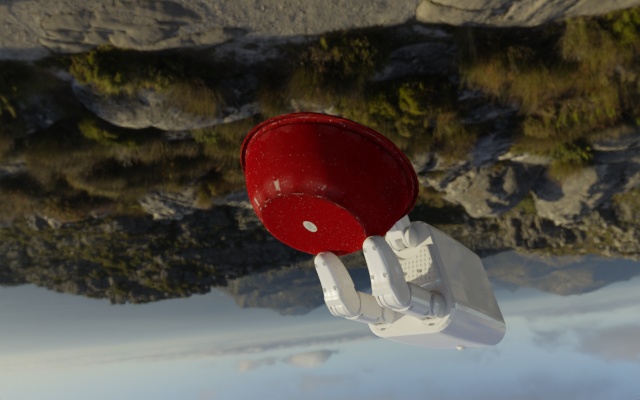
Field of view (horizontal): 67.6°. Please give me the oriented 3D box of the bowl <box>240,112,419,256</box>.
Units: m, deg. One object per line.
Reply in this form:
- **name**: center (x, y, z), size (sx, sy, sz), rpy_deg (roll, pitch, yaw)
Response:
- **bowl**: center (-0.001, 0.001, 0.411), size (0.162, 0.055, 0.162), rpy_deg (11, -35, 8)
